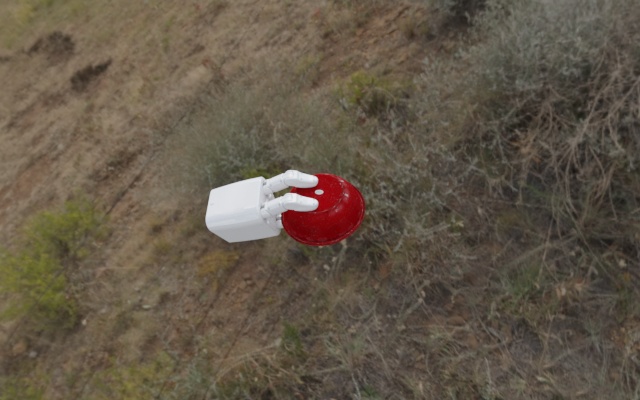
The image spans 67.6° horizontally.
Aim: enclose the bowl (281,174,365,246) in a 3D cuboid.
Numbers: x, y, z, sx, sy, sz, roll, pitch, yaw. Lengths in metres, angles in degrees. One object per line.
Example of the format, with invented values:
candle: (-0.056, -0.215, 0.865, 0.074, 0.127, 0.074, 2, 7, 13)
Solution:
bowl: (0.001, 0.002, 0.879, 0.162, 0.162, 0.055, 0, -39, 11)
